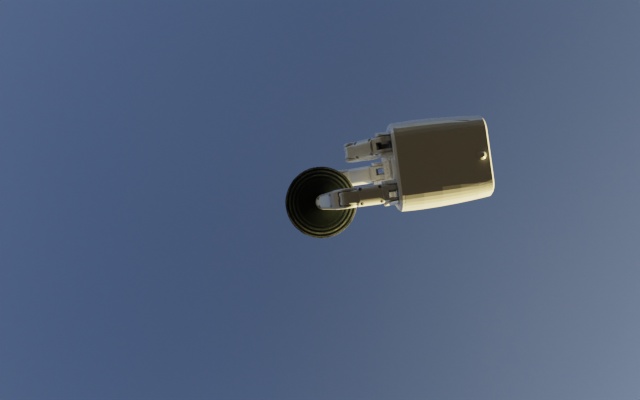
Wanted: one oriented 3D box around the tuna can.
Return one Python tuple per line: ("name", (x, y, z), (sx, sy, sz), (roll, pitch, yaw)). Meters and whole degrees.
("tuna can", (0.000, 0.002, 0.586), (0.086, 0.086, 0.034), (0, 2, -3))
